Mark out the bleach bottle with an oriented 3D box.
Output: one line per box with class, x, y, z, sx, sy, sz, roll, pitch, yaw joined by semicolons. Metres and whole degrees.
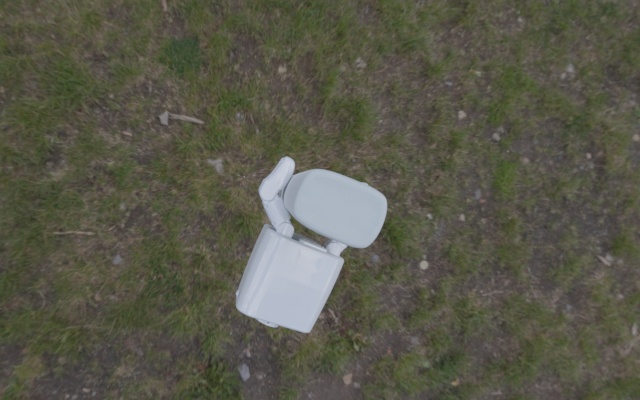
bleach bottle;0.000;0.002;0.618;0.102;0.068;0.251;23;-1;-9
